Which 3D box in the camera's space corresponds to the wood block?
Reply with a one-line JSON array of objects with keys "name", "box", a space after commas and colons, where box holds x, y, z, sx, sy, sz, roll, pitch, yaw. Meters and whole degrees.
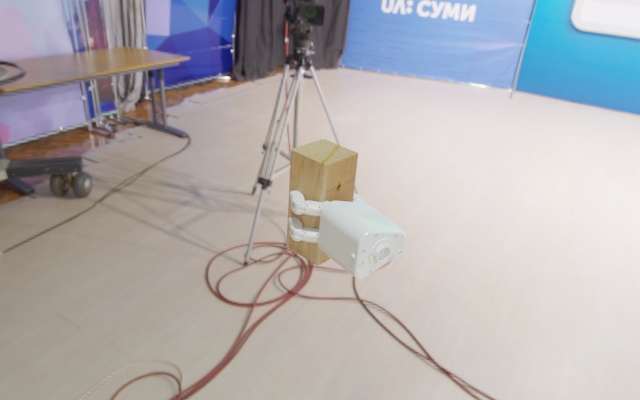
[{"name": "wood block", "box": [0.001, 0.003, 0.895, 0.090, 0.206, 0.091, 27, 35, 35]}]
